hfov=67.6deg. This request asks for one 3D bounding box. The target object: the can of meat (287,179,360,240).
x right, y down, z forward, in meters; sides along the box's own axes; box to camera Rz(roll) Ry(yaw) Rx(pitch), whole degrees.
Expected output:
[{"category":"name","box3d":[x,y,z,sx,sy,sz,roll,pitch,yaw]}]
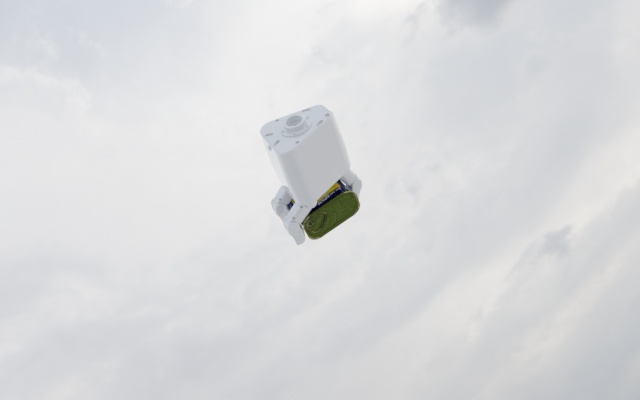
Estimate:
[{"category":"can of meat","box3d":[0.000,0.002,0.795,0.102,0.057,0.084,-34,46,-7]}]
